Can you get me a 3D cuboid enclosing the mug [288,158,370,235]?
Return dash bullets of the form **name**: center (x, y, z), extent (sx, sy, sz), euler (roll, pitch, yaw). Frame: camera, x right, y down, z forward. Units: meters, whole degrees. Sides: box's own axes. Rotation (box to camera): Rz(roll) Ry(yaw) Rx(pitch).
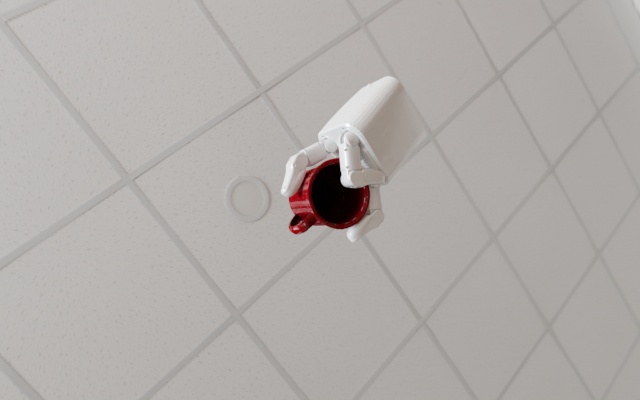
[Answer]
- **mug**: center (-0.001, 0.003, 0.651), extent (0.093, 0.117, 0.081), euler (46, -22, -17)
